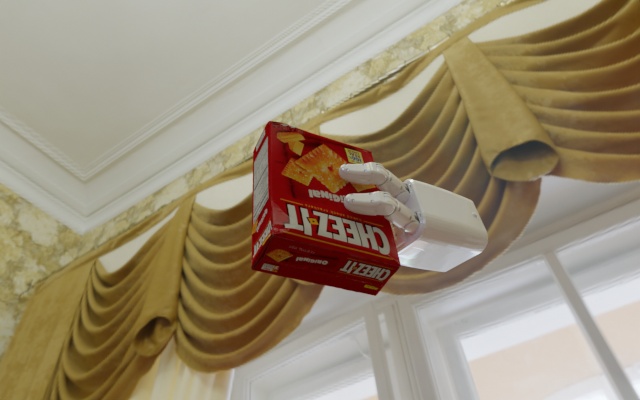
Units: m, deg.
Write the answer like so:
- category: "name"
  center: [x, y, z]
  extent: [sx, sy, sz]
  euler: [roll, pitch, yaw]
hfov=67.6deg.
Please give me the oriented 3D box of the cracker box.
- category: "cracker box"
  center: [0.000, 0.002, 0.611]
  extent: [0.164, 0.213, 0.072]
  euler: [15, -50, -21]
